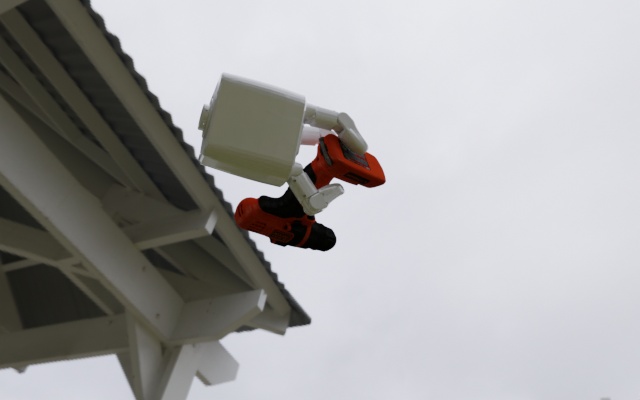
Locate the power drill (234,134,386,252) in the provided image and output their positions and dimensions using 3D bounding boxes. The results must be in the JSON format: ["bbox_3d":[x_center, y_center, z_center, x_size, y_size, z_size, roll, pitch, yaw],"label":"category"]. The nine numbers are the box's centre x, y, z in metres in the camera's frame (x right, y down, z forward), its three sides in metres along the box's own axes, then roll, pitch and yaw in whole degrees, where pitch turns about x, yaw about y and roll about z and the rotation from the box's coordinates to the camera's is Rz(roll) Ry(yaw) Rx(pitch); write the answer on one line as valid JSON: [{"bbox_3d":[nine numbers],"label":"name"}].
[{"bbox_3d":[0.000,0.002,0.676,0.184,0.057,0.188,21,-52,-42],"label":"power drill"}]
